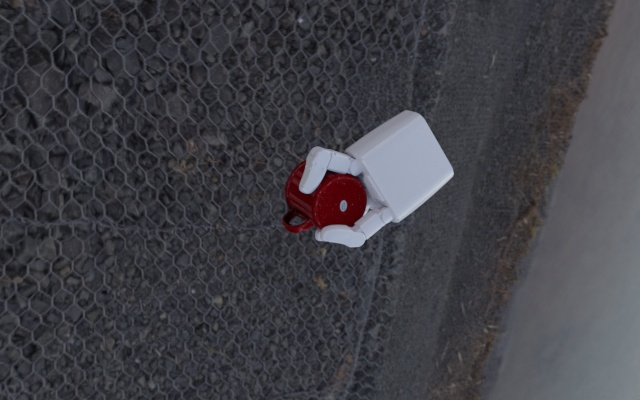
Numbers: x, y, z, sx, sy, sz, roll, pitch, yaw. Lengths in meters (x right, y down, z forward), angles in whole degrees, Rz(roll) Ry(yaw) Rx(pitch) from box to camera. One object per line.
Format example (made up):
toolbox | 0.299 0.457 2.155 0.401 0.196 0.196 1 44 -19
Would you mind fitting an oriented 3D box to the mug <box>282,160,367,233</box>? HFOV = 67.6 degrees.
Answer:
mug | -0.001 0.003 0.642 0.117 0.093 0.081 -36 30 -13
